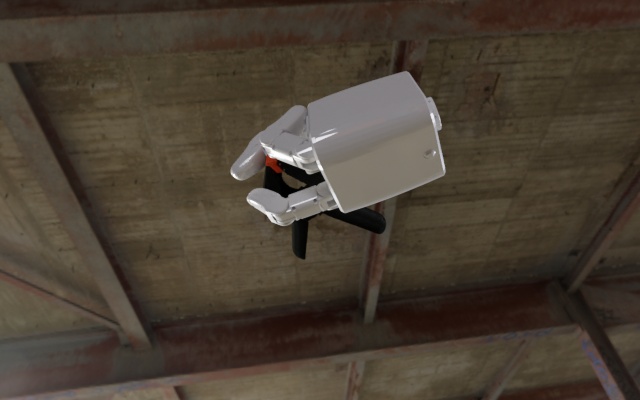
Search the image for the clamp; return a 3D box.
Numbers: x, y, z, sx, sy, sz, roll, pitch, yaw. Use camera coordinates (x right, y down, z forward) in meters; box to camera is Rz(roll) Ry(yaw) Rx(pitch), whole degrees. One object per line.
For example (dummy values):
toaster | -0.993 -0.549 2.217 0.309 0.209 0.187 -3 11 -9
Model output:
clamp | 0.000 0.001 0.529 0.120 0.039 0.172 -19 -43 9
